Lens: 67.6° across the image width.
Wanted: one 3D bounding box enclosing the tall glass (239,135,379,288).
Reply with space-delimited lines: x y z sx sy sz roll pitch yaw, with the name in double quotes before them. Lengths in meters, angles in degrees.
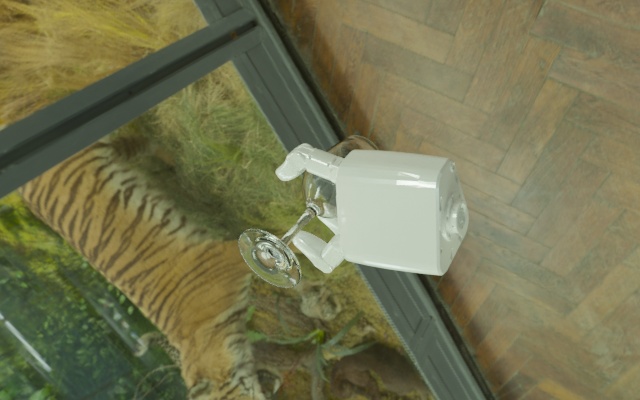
"tall glass" 0.000 0.002 0.532 0.079 0.079 0.201 0 35 38
